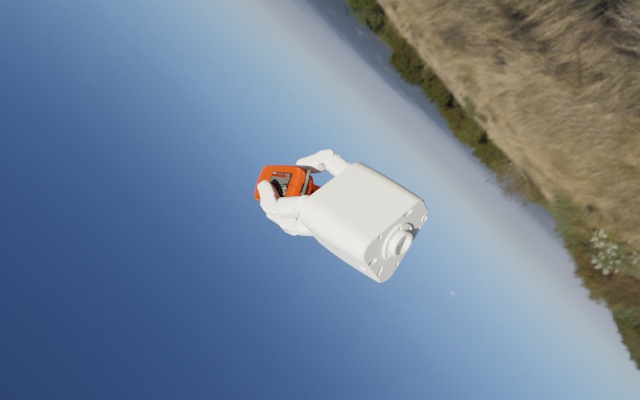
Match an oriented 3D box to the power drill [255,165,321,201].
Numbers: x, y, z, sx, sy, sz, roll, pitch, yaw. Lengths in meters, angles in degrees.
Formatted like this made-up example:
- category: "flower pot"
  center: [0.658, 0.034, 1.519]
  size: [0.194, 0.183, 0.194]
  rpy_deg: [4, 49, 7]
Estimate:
- category: "power drill"
  center: [0.000, 0.002, 0.712]
  size: [0.188, 0.057, 0.184]
  rpy_deg: [20, -8, -36]
